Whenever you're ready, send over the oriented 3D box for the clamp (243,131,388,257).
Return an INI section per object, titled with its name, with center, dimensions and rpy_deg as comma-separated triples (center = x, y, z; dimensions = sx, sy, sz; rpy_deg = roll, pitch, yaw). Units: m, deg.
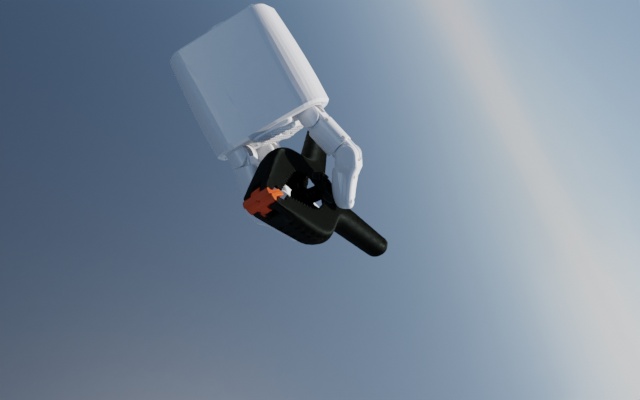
[clamp]
center = 0.000, 0.001, 0.459
dimensions = 0.036, 0.164, 0.210
rpy_deg = -31, -2, 23
